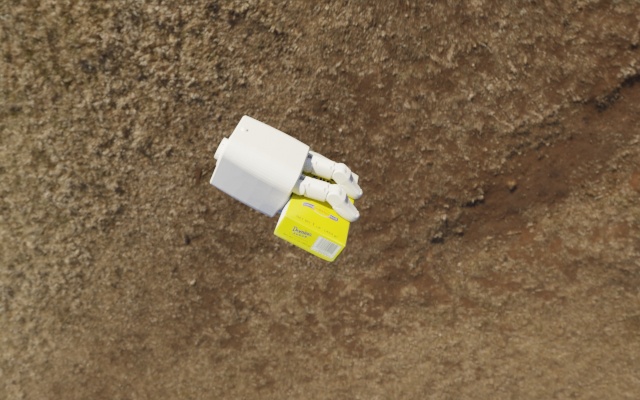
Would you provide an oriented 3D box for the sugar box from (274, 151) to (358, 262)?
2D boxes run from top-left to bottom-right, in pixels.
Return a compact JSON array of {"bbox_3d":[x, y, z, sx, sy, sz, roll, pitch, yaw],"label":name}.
[{"bbox_3d":[0.000,0.002,0.702,0.093,0.048,0.176,28,38,-10],"label":"sugar box"}]
